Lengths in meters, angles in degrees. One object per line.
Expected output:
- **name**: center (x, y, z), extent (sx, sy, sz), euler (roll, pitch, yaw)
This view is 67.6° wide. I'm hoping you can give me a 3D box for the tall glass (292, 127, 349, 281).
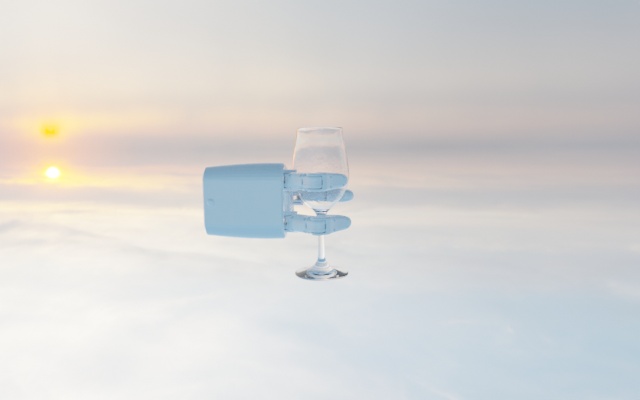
- **tall glass**: center (0.000, 0.003, 0.649), extent (0.079, 0.201, 0.079), euler (0, 6, 0)
